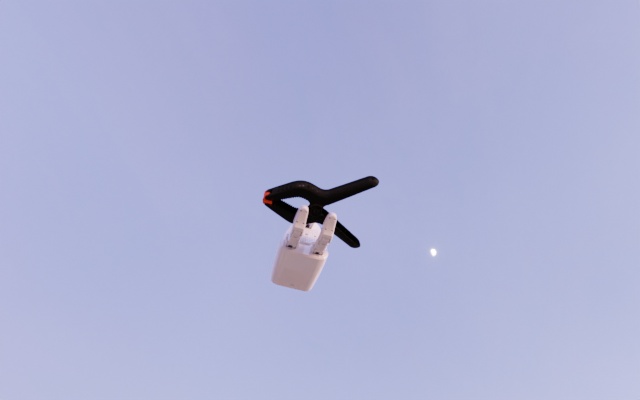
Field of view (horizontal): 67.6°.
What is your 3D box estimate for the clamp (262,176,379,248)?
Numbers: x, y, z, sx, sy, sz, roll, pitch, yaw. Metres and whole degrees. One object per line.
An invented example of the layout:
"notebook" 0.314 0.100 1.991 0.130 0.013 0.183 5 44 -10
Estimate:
"clamp" 0.000 0.003 0.892 0.210 0.165 0.036 15 33 -8
